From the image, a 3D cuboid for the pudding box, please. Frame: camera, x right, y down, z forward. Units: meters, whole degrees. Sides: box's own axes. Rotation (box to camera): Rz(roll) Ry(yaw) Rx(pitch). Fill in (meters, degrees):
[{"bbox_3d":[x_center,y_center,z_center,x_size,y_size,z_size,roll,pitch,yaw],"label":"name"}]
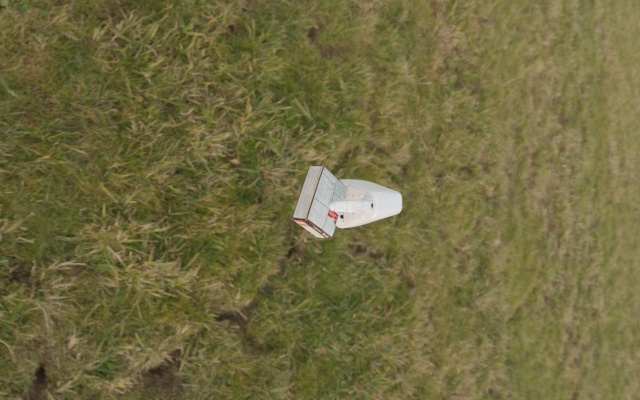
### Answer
[{"bbox_3d":[0.000,0.003,0.888,0.039,0.113,0.090,1,-26,37],"label":"pudding box"}]
